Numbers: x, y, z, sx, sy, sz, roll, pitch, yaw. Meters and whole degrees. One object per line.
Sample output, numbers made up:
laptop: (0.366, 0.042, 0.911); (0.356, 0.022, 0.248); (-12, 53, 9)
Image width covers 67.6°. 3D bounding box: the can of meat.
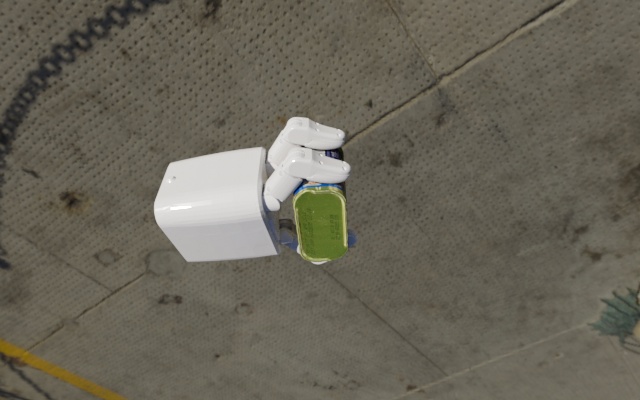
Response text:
can of meat: (0.000, 0.002, 0.503); (0.057, 0.102, 0.083); (-4, 39, 2)
